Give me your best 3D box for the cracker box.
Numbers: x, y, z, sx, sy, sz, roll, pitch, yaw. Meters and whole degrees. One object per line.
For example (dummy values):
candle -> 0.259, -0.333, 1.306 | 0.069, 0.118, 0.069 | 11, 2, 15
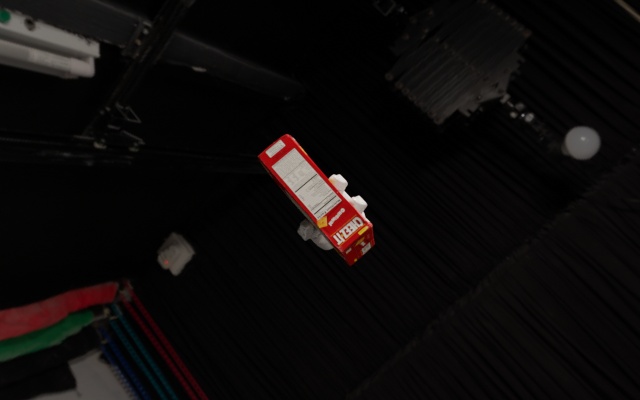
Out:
cracker box -> 0.000, 0.003, 0.821 | 0.072, 0.213, 0.164 | -41, -16, -3
